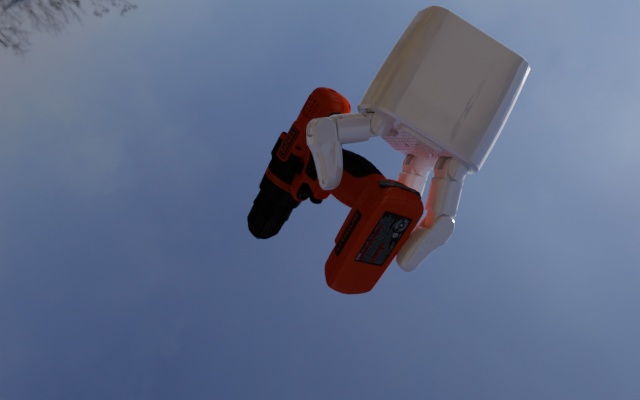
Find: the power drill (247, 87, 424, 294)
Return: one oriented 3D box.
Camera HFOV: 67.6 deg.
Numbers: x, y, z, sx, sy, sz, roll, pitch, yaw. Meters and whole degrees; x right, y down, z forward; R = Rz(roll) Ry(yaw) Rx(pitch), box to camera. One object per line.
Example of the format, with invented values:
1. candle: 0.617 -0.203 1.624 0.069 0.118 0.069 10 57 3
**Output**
1. power drill: 0.000 0.002 0.464 0.057 0.184 0.187 12 26 -38
